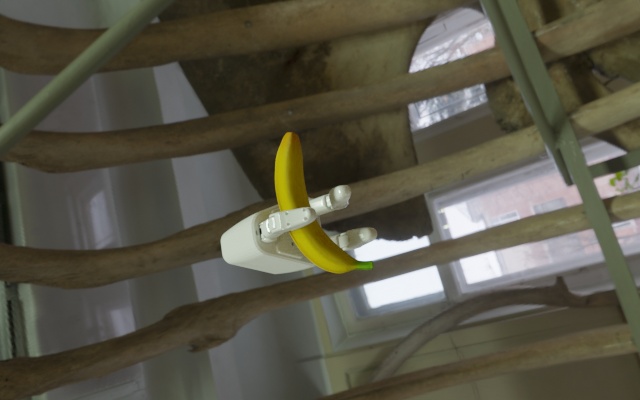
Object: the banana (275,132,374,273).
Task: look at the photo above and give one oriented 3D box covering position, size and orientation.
[{"bbox_3d":[-0.014,0.014,0.587,0.069,0.198,0.037,-30,-2,-15],"label":"banana"}]
